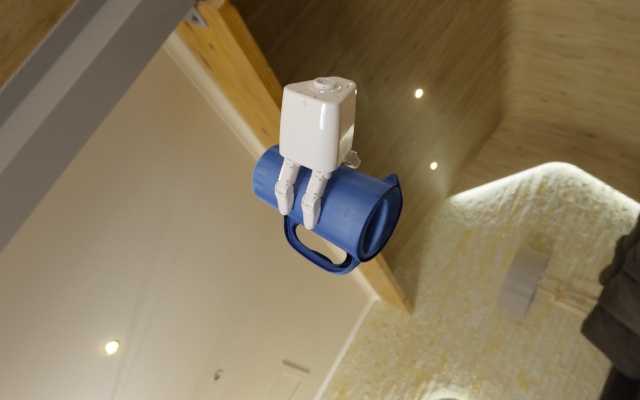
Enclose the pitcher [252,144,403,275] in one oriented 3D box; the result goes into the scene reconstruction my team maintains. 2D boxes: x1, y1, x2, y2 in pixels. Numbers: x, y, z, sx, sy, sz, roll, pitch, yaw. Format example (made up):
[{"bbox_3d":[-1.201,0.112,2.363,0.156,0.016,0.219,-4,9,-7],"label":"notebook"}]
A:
[{"bbox_3d":[0.000,0.002,0.797,0.242,0.145,0.149,26,40,28],"label":"pitcher"}]
